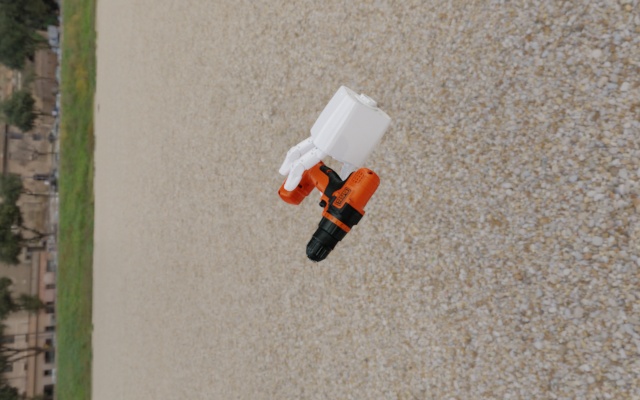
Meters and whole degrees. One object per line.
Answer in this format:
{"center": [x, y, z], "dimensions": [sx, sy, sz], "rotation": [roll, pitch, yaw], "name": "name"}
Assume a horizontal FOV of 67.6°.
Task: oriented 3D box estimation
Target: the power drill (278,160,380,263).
{"center": [0.000, 0.002, 0.863], "dimensions": [0.057, 0.184, 0.187], "rotation": [40, -5, -42], "name": "power drill"}
